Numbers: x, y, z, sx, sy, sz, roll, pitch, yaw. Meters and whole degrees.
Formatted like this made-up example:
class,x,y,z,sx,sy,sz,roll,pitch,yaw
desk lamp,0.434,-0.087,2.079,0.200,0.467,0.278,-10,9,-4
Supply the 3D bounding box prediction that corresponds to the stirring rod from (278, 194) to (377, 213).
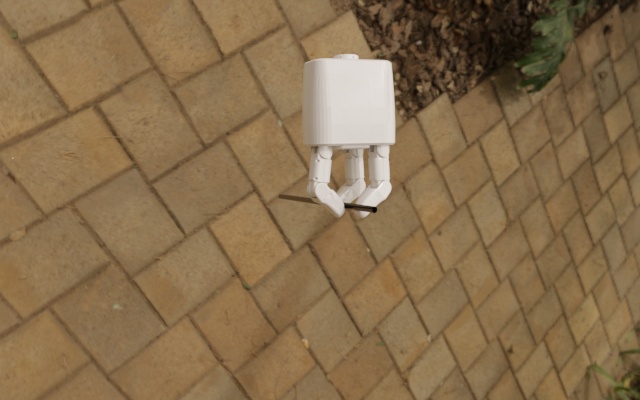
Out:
class,x,y,z,sx,sy,sz,roll,pitch,yaw
stirring rod,0.000,0.002,0.674,0.011,0.011,0.239,0,4,-33
